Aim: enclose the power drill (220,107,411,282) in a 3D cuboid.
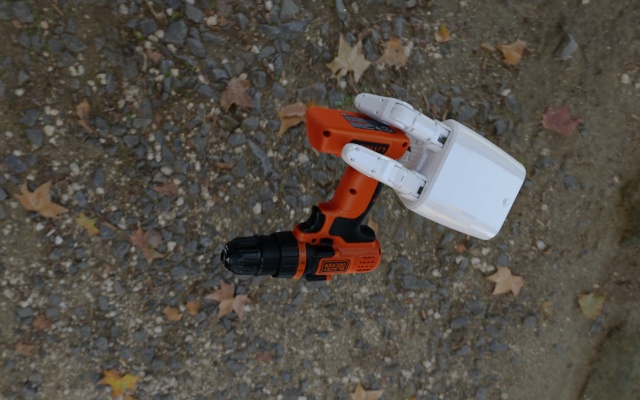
[{"bbox_3d":[0.000,0.001,0.492,0.184,0.188,0.057,1,34,-28],"label":"power drill"}]
